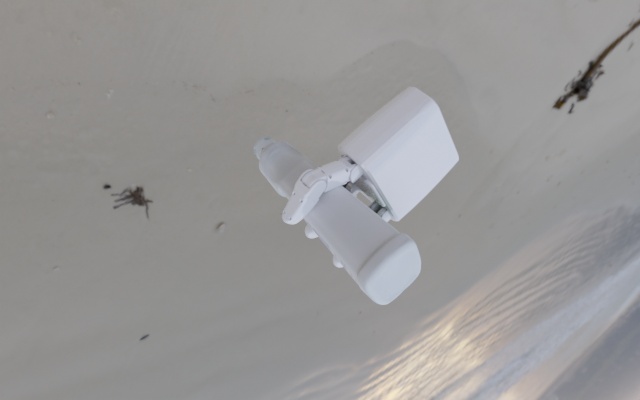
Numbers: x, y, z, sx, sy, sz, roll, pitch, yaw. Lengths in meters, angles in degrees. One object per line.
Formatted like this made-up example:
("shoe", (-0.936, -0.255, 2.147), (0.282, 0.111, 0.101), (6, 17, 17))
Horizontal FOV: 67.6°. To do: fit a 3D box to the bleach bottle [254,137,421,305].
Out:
("bleach bottle", (0.000, 0.002, 0.535), (0.250, 0.068, 0.103), (45, -6, 31))
